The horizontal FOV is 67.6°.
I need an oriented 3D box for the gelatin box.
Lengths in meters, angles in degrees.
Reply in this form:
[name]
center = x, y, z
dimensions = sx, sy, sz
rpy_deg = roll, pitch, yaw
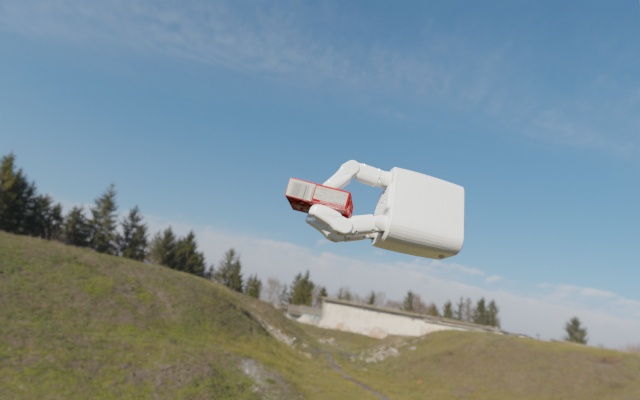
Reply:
[gelatin box]
center = 0.000, 0.002, 0.668
dimensions = 0.089, 0.030, 0.073
rpy_deg = 14, -14, 9
